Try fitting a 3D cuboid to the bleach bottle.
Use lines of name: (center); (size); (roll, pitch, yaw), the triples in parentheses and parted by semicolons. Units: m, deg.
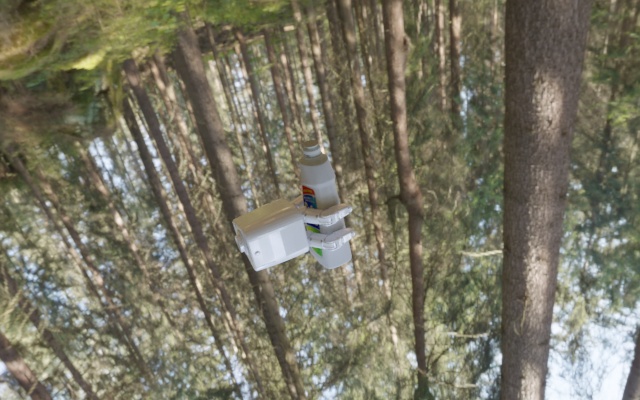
bleach bottle: (0.000, 0.003, 0.892); (0.068, 0.251, 0.102); (-22, 34, -17)
